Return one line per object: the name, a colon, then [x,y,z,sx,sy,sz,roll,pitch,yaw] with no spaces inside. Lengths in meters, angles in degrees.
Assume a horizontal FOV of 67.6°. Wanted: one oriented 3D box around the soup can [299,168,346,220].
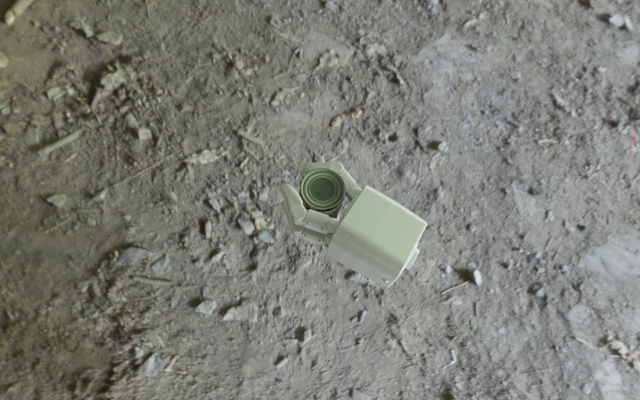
soup can: [0.000,0.002,0.718,0.068,0.068,0.102,0,-22,-4]
